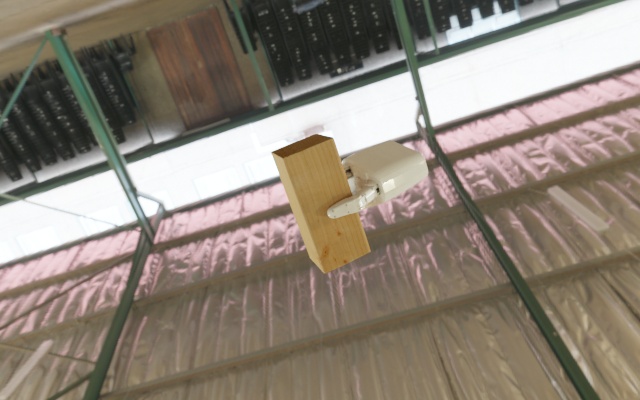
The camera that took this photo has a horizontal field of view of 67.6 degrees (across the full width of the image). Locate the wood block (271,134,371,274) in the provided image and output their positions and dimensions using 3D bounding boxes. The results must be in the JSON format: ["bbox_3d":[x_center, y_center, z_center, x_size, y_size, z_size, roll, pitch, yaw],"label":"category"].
[{"bbox_3d":[0.001,0.003,0.800,0.090,0.206,0.091,-24,18,-13],"label":"wood block"}]
